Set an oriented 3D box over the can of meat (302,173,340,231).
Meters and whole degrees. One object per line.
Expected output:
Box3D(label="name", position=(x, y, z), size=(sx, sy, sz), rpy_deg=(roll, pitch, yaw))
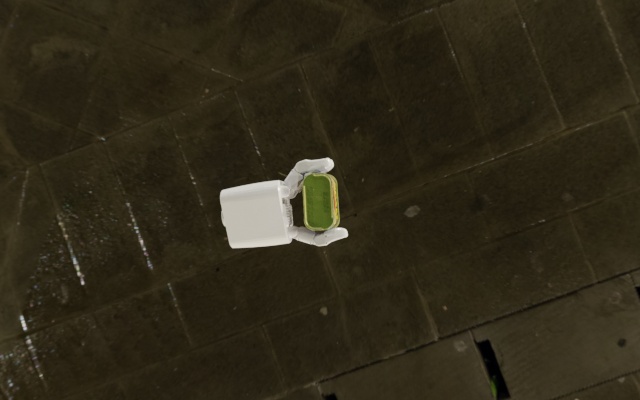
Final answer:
Box3D(label="can of meat", position=(0.000, 0.003, 0.832), size=(0.057, 0.102, 0.084), rpy_deg=(-4, -1, 6))
